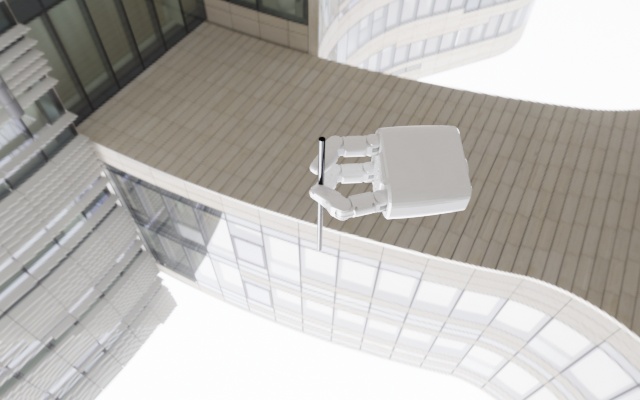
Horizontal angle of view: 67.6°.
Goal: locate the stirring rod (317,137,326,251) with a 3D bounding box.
[{"bbox_3d":[0.000,0.002,0.639,0.011,0.011,0.240,0,-37,-1],"label":"stirring rod"}]
